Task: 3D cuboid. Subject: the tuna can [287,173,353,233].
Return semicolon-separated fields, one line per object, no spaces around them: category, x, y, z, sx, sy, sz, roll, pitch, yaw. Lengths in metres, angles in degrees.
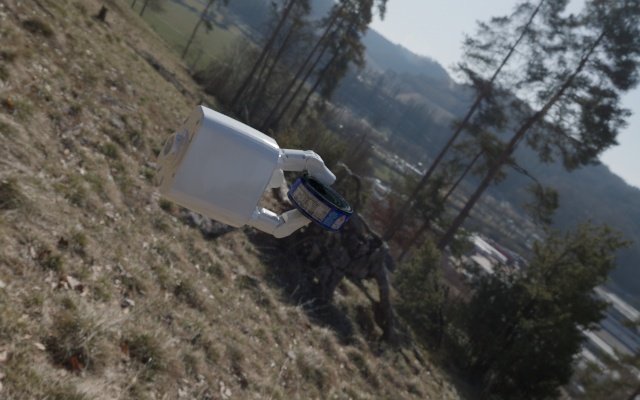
tuna can;0.000;0.002;0.624;0.086;0.034;0.086;35;13;-10
